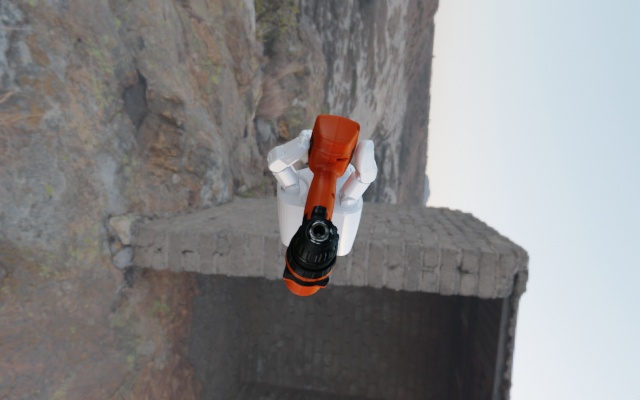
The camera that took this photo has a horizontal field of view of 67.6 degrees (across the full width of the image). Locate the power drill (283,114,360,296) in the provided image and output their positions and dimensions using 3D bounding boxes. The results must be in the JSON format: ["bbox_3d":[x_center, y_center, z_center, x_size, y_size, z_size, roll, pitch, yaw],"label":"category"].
[{"bbox_3d":[0.000,0.001,0.531,0.057,0.187,0.184,14,-24,-3],"label":"power drill"}]
